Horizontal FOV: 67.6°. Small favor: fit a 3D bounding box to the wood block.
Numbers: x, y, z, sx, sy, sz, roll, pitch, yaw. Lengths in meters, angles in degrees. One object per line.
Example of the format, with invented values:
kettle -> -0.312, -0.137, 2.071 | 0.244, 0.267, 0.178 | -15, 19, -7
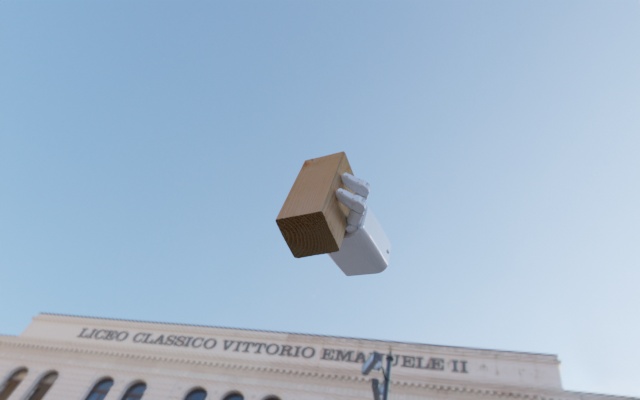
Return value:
wood block -> 0.000, 0.003, 0.893 | 0.091, 0.090, 0.206 | -12, 30, 22
